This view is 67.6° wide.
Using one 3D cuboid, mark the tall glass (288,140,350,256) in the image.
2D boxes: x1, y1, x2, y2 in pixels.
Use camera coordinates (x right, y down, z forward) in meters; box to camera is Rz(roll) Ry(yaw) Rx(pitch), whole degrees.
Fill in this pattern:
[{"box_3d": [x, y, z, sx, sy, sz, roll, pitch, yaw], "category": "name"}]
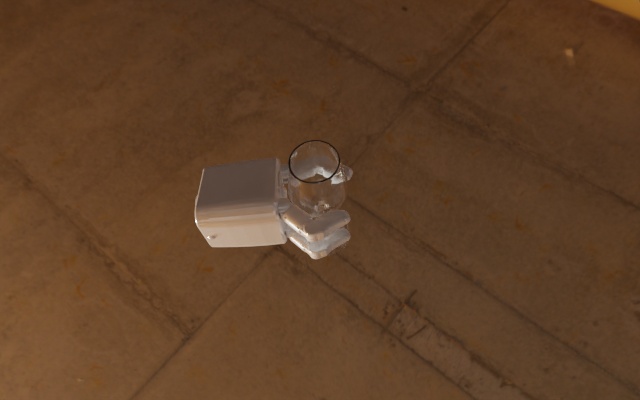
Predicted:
[{"box_3d": [0.000, 0.002, 0.648, 0.079, 0.079, 0.201, 0, -29, 5], "category": "tall glass"}]
